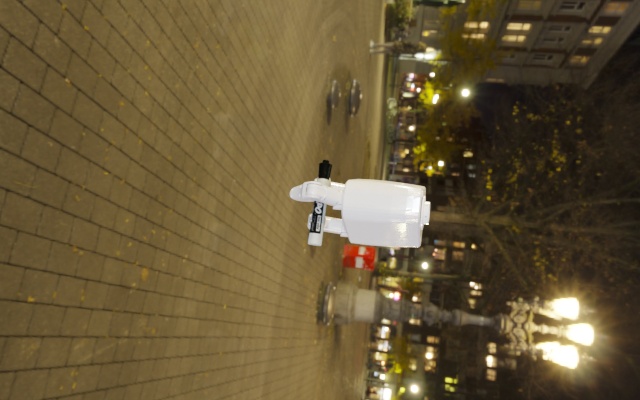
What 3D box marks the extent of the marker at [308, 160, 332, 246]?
[{"bbox_3d":[0.000,0.002,0.666,0.020,0.121,0.020,8,-11,1],"label":"marker"}]
